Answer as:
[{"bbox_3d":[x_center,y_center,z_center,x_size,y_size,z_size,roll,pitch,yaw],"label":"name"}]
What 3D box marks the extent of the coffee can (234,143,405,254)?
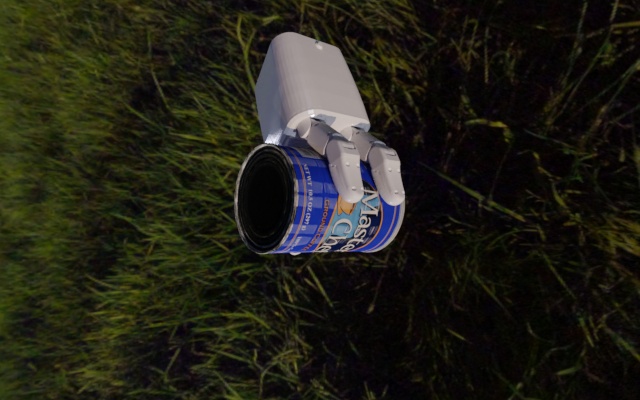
[{"bbox_3d":[0.000,0.002,0.480,0.140,0.103,0.103,4,-3,-40],"label":"coffee can"}]
